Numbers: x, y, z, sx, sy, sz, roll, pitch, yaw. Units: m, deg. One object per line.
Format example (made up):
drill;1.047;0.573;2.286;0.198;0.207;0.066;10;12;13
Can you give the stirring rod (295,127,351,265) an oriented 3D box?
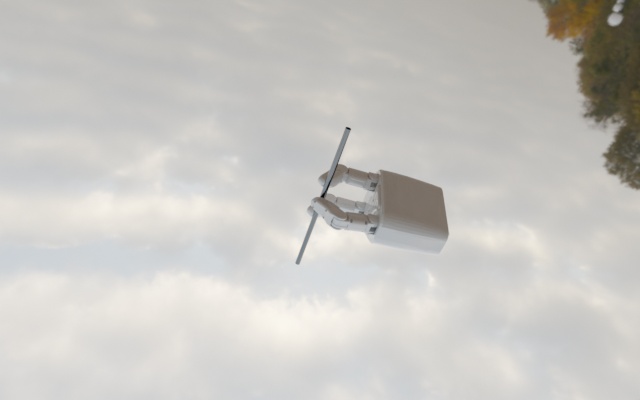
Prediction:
stirring rod;0.000;0.002;0.681;0.011;0.240;0.011;15;33;-10
